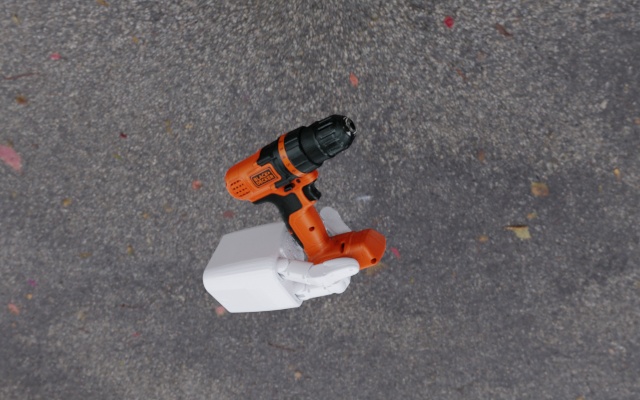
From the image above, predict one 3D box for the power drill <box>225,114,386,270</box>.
[{"bbox_3d":[0.000,0.002,0.572,0.184,0.188,0.057,-22,23,34],"label":"power drill"}]
